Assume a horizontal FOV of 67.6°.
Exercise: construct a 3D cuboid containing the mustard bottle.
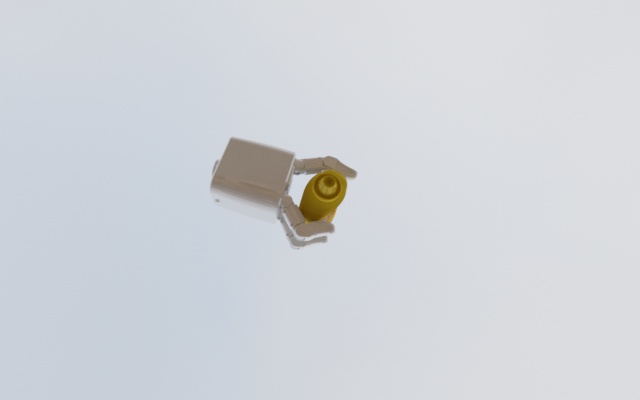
[{"bbox_3d":[0.000,0.003,0.744,0.058,0.096,0.192,39,-18,6],"label":"mustard bottle"}]
